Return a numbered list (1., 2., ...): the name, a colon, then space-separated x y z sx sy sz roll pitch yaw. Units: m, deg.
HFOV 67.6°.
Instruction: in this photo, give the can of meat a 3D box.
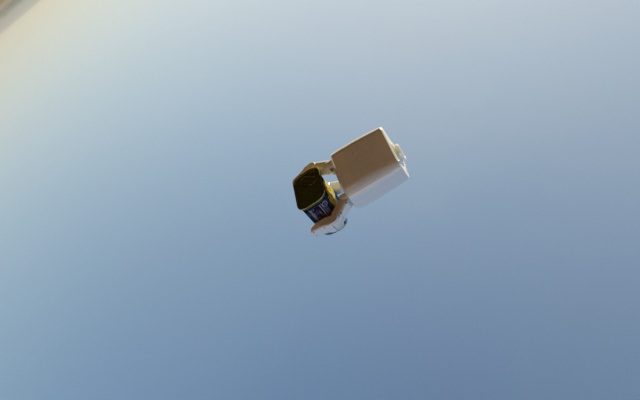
1. can of meat: 0.000 0.003 0.865 0.057 0.084 0.102 -33 35 12
